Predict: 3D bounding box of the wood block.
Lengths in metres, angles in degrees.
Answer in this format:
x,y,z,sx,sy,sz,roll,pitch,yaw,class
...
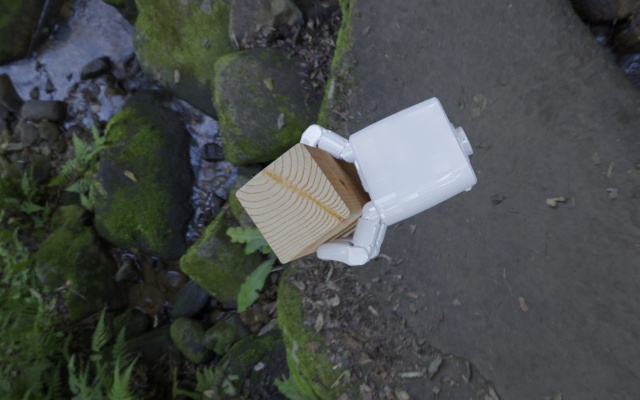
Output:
x,y,z,sx,sy,sz,roll,pitch,yaw,class
0.000,0.001,0.566,0.090,0.091,0.206,-37,-10,13,wood block
